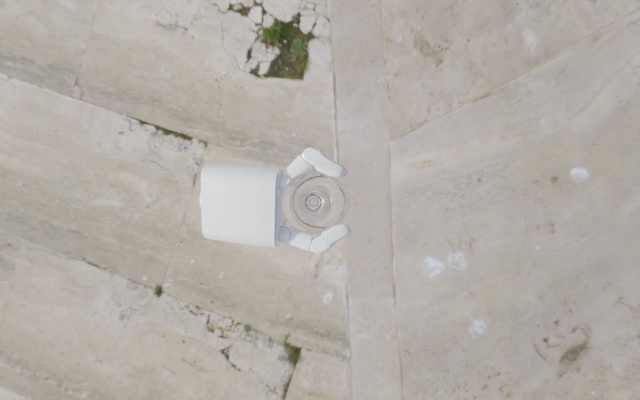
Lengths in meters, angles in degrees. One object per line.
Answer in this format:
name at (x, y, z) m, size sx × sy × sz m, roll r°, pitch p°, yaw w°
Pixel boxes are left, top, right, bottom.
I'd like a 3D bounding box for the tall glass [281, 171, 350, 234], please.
tall glass at (0.000, 0.002, 0.665) m, size 0.079 × 0.079 × 0.201 m, roll 0°, pitch 0°, yaw 6°
